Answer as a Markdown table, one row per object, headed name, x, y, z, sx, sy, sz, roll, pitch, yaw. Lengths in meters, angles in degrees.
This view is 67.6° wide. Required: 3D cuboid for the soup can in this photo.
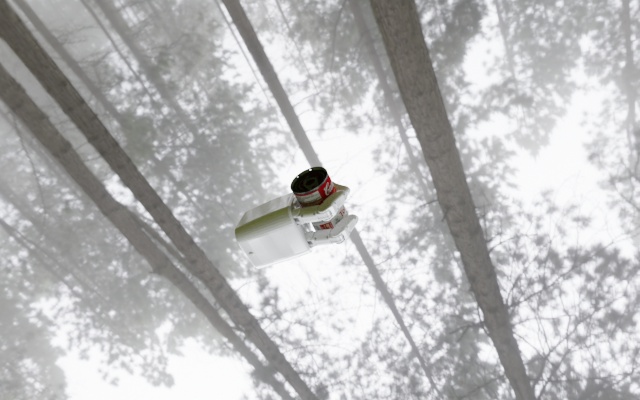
| name | x | y | z | sx | sy | sz | roll | pitch | yaw |
| --- | --- | --- | --- | --- | --- | --- | --- | --- | --- |
| soup can | 0.001 | 0.003 | 0.814 | 0.068 | 0.102 | 0.068 | -19 | 34 | 14 |
